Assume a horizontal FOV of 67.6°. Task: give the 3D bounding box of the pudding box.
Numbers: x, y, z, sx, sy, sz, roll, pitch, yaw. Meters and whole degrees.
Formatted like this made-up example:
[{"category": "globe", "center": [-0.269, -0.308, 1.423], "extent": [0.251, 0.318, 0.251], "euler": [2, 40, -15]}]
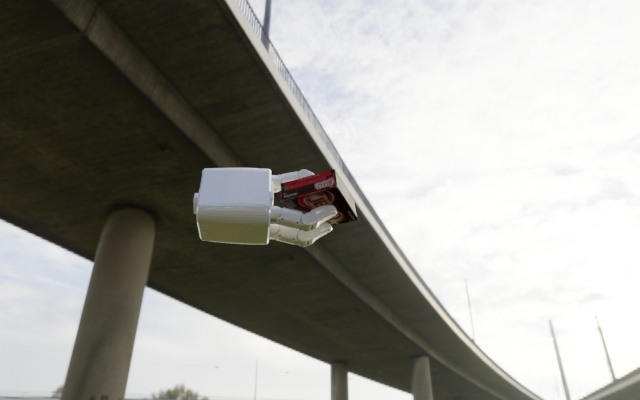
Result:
[{"category": "pudding box", "center": [0.000, 0.002, 0.745], "extent": [0.090, 0.039, 0.113], "euler": [-13, -30, 16]}]
